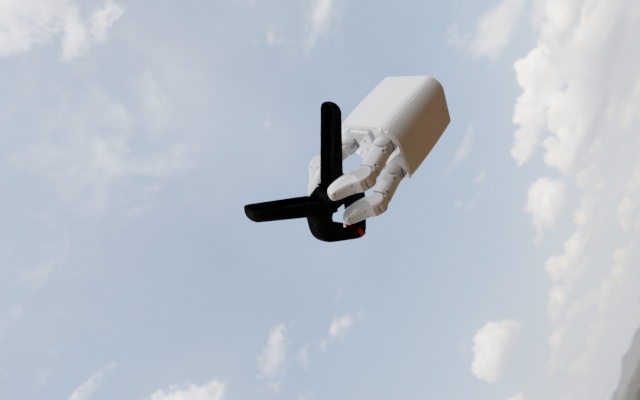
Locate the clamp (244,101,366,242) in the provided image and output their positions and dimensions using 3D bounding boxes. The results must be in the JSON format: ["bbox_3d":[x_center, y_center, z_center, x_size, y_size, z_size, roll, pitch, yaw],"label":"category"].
[{"bbox_3d":[0.000,0.002,0.603,0.036,0.164,0.210,30,-18,39],"label":"clamp"}]
